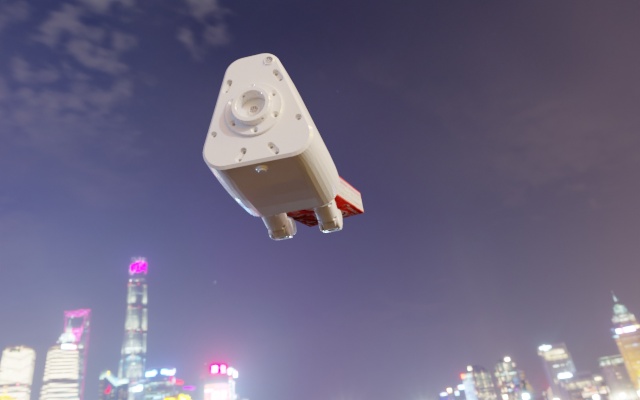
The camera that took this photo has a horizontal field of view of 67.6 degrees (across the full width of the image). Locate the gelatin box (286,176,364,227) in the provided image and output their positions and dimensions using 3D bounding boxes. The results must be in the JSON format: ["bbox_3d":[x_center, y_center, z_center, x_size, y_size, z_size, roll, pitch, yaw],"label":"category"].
[{"bbox_3d":[0.000,0.001,0.549,0.073,0.030,0.089,-16,-20,20],"label":"gelatin box"}]
